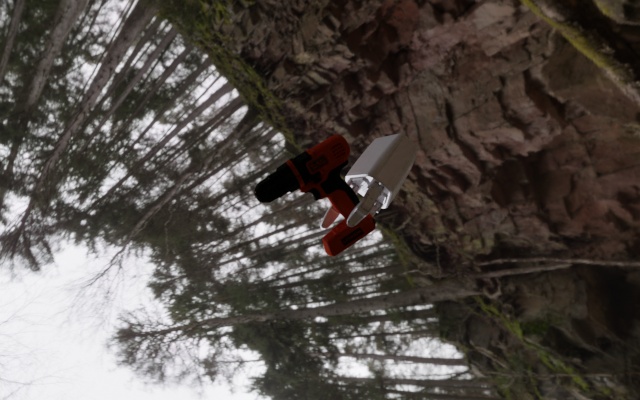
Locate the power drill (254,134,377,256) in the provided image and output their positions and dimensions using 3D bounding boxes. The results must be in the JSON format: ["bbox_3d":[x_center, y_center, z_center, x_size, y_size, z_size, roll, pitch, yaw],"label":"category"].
[{"bbox_3d":[0.001,0.003,0.840,0.184,0.188,0.057,-32,20,-6],"label":"power drill"}]
